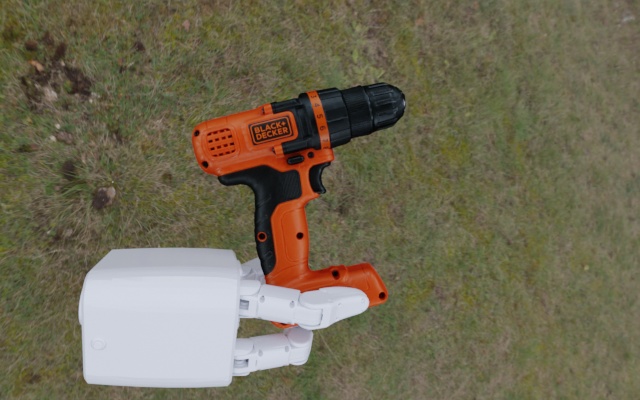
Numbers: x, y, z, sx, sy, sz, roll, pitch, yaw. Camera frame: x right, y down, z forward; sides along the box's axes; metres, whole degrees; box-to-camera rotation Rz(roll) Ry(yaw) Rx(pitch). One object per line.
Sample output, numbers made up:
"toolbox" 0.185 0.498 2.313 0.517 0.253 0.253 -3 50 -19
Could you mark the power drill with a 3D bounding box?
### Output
"power drill" 0.000 0.002 0.410 0.184 0.187 0.057 -14 2 -3
